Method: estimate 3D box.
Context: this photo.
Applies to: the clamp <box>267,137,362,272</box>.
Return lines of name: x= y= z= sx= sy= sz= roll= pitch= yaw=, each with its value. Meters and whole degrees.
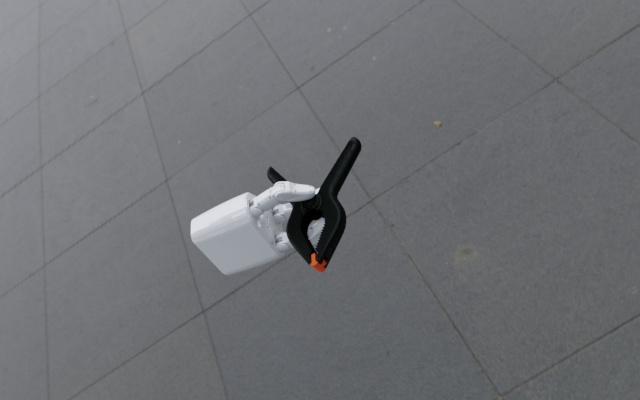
clamp: x=0.000 y=0.002 z=0.711 sx=0.164 sy=0.209 sz=0.036 roll=-24 pitch=-38 yaw=18
